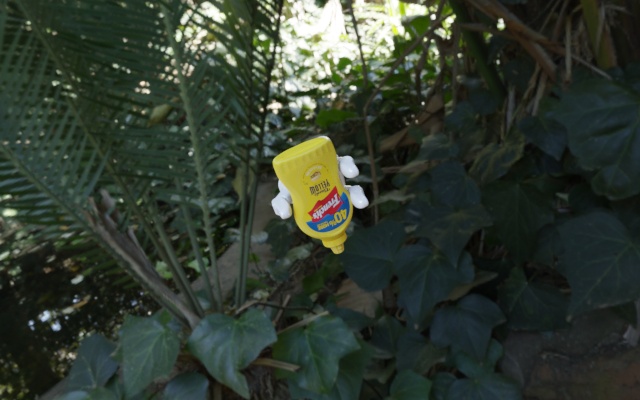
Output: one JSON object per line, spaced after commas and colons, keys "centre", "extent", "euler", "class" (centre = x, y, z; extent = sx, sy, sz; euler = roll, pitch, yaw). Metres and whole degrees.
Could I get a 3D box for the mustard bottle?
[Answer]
{"centre": [0.000, 0.002, 0.768], "extent": [0.096, 0.192, 0.058], "euler": [-27, 24, -15], "class": "mustard bottle"}
